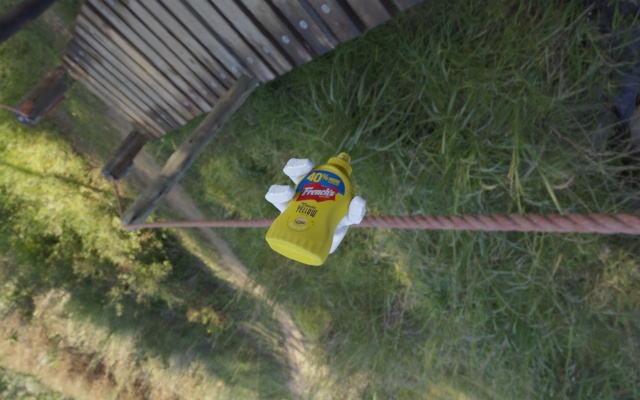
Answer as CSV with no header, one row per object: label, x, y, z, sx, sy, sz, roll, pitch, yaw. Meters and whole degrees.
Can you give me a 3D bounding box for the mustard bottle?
mustard bottle,0.000,0.002,0.744,0.096,0.191,0.058,15,-29,27
